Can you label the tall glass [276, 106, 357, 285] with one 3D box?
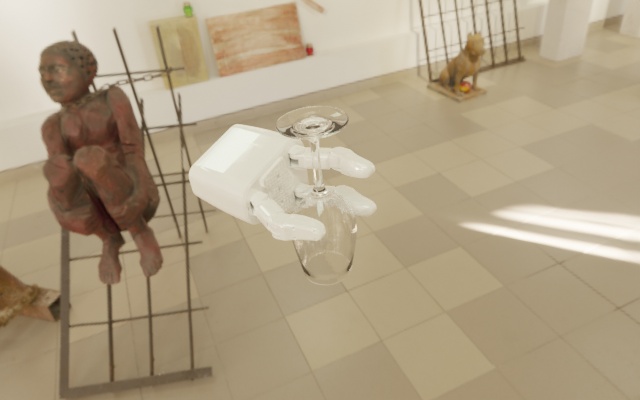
[{"bbox_3d":[0.000,0.001,0.536,0.079,0.201,0.079,-4,34,3],"label":"tall glass"}]
